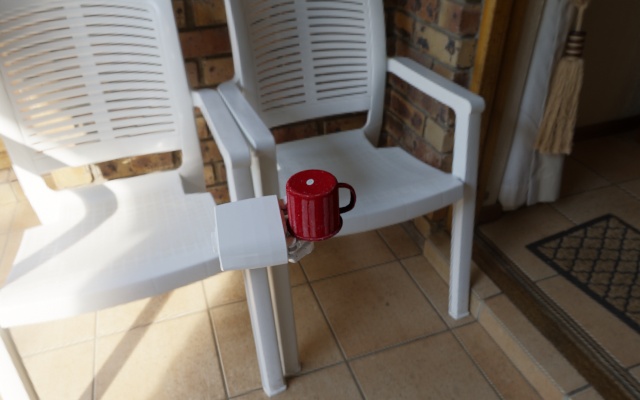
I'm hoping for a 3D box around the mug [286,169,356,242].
[{"bbox_3d":[0.002,0.002,0.753,0.117,0.082,0.093,-9,36,-9],"label":"mug"}]
